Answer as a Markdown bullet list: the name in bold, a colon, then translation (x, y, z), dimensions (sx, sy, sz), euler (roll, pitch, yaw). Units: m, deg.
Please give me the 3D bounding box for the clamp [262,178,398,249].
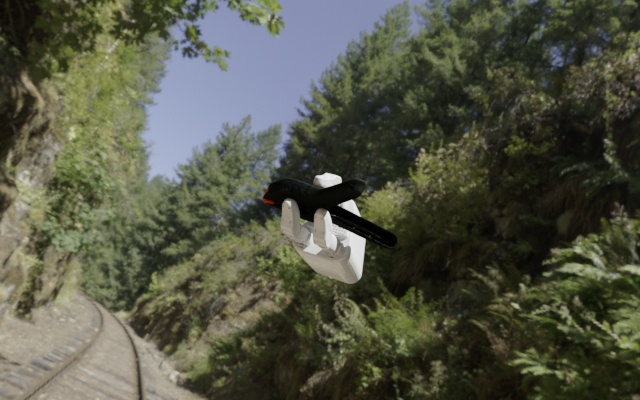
- **clamp**: translation (0.000, 0.002, 0.682), dimensions (0.210, 0.036, 0.165), euler (15, -24, 26)
